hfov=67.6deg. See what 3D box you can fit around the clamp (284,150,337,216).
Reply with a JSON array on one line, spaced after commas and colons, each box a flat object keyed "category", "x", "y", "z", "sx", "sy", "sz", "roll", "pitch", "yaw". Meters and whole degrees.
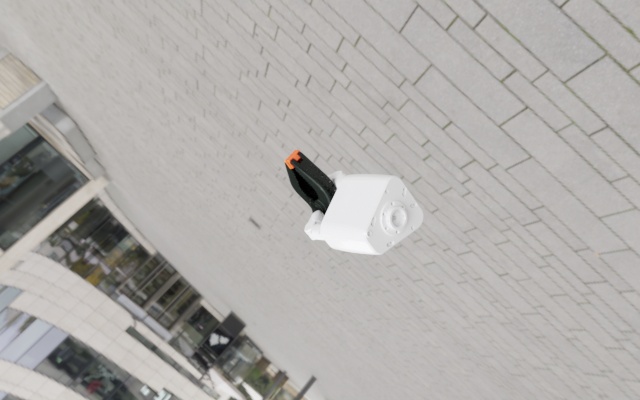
[{"category": "clamp", "x": -0.001, "y": 0.003, "z": 0.821, "sx": 0.036, "sy": 0.210, "sz": 0.164, "roll": -50, "pitch": 26, "yaw": -24}]
